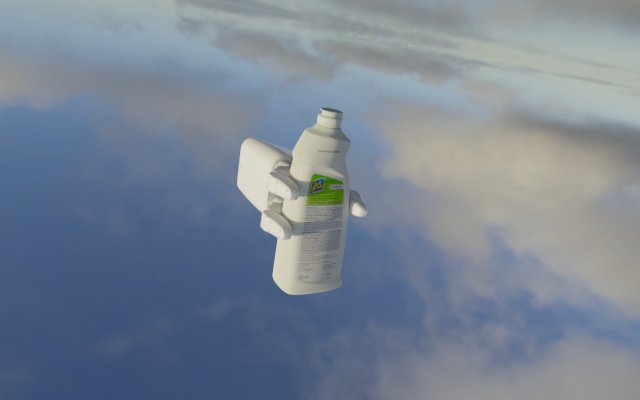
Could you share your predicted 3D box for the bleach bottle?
[{"bbox_3d":[0.000,0.002,0.647,0.102,0.251,0.068,-3,24,-33],"label":"bleach bottle"}]
